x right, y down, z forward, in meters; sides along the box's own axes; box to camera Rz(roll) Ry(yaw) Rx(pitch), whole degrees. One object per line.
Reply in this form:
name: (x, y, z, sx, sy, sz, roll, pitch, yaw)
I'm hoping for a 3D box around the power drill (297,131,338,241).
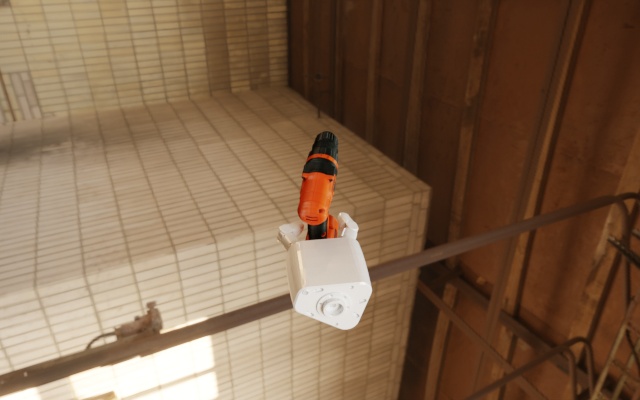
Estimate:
power drill: (0.000, 0.003, 0.797, 0.057, 0.184, 0.188, 6, -41, 9)
